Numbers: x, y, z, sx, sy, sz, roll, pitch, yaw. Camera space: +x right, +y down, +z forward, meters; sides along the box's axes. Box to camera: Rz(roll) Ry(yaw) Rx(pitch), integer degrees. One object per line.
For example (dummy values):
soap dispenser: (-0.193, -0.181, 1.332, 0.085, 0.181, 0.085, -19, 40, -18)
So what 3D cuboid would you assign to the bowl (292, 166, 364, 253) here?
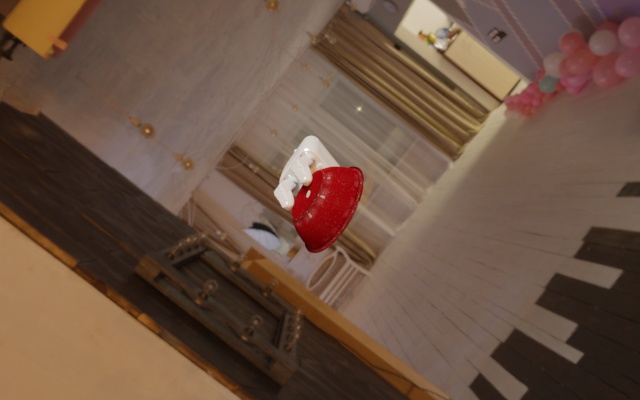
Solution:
bowl: (0.000, 0.003, 0.780, 0.055, 0.162, 0.162, 30, -12, -21)
